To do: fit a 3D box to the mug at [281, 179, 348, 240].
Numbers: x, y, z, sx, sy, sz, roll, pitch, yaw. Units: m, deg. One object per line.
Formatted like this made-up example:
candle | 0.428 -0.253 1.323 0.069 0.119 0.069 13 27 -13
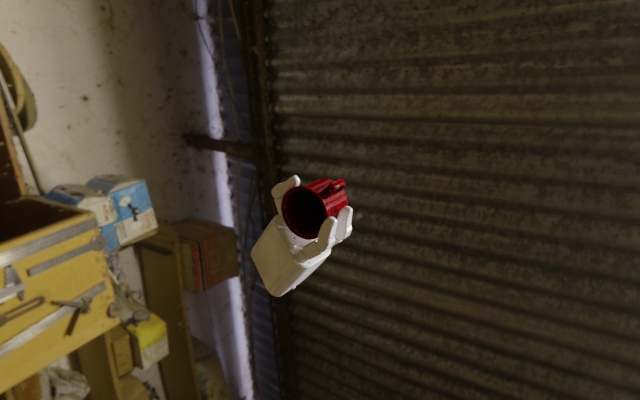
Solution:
mug | 0.001 0.002 0.809 0.117 0.093 0.081 -49 -12 35
